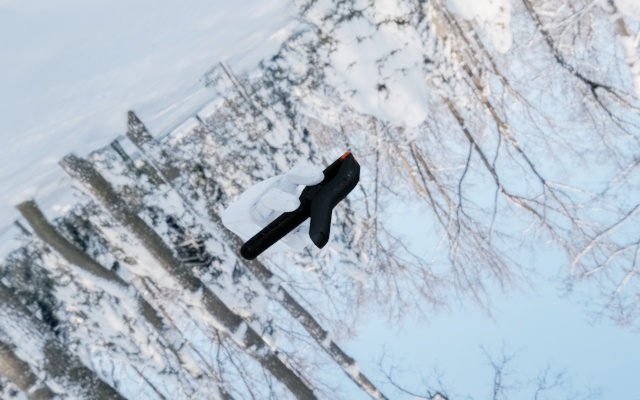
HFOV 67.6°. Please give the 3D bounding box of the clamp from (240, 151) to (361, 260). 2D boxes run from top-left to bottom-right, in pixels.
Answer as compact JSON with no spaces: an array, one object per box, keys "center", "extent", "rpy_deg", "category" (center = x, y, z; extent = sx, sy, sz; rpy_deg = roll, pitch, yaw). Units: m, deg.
[{"center":[0.001,0.002,0.637],"extent":[0.164,0.036,0.210],"rpy_deg":[-8,33,53],"category":"clamp"}]
